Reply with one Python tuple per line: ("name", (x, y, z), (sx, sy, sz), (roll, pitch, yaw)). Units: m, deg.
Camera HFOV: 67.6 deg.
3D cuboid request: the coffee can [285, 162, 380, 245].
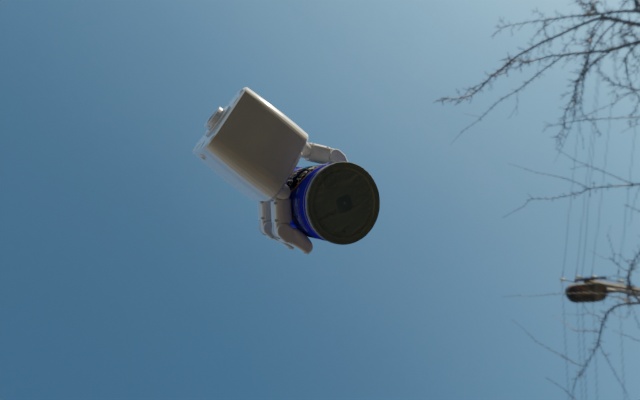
("coffee can", (0.000, 0.002, 0.648), (0.103, 0.103, 0.140), (0, 1, -26))
